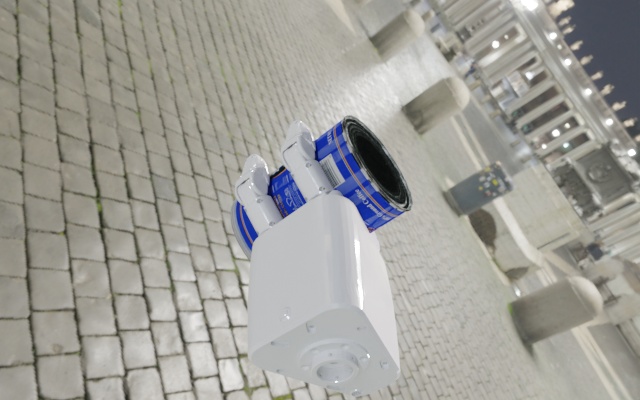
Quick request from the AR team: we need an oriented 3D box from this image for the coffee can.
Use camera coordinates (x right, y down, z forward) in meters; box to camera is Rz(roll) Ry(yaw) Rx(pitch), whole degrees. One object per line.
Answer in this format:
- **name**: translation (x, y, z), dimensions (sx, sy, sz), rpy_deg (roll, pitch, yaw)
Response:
- **coffee can**: translation (0.000, 0.001, 0.454), dimensions (0.140, 0.102, 0.103), rpy_deg (-34, -15, 23)
